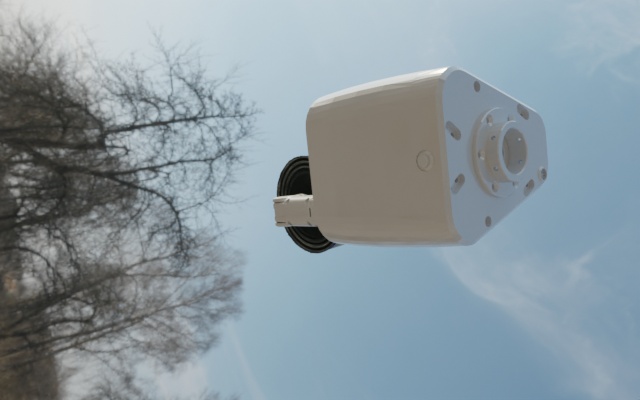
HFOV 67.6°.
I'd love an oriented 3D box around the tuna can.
[{"bbox_3d":[0.000,0.001,0.422,0.034,0.086,0.086,-13,8,-40],"label":"tuna can"}]
